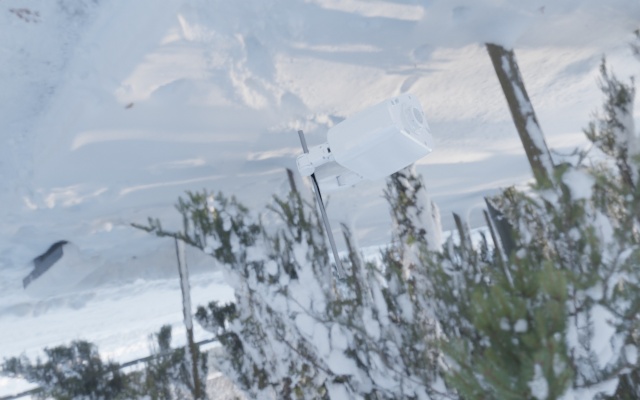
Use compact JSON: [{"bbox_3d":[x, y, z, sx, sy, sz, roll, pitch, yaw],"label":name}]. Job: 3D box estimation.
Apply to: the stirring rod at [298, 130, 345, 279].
[{"bbox_3d":[0.000,0.002,0.734,0.011,0.239,0.011,-15,-12,-3],"label":"stirring rod"}]
